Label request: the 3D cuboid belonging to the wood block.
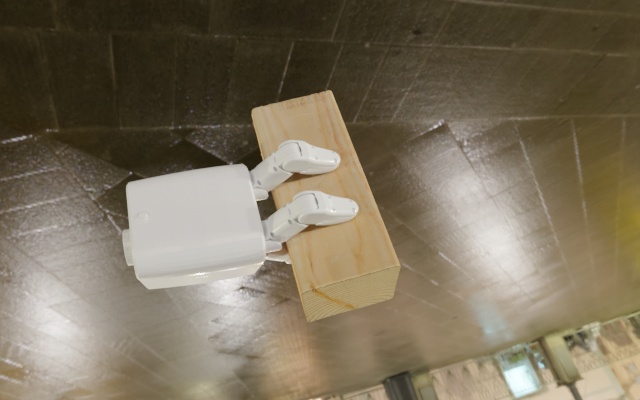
[{"bbox_3d":[0.000,0.002,0.483,0.090,0.206,0.091,-15,-29,-6],"label":"wood block"}]
